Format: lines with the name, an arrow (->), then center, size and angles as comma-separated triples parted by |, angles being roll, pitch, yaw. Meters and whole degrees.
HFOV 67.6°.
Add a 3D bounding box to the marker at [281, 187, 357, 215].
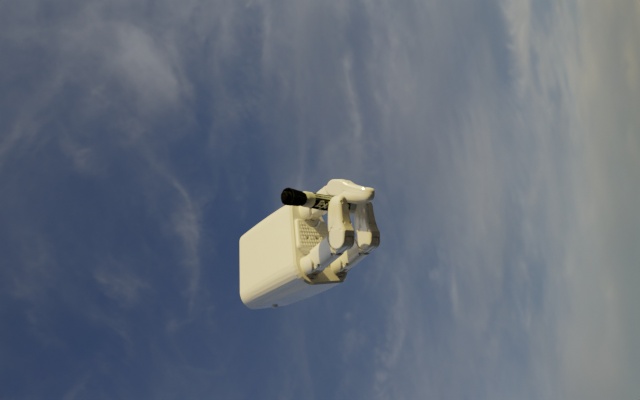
marker -> 0.000, 0.002, 0.534 | 0.020, 0.020, 0.121 | 0, -6, 39
